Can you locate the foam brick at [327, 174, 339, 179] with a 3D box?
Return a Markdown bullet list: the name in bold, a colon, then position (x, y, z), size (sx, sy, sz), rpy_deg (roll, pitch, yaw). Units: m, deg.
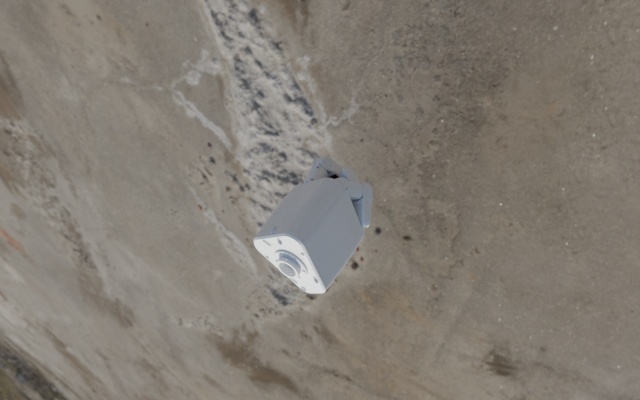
- **foam brick**: position (0.000, 0.002, 0.706), size (0.078, 0.053, 0.051), rpy_deg (-12, 36, 47)
